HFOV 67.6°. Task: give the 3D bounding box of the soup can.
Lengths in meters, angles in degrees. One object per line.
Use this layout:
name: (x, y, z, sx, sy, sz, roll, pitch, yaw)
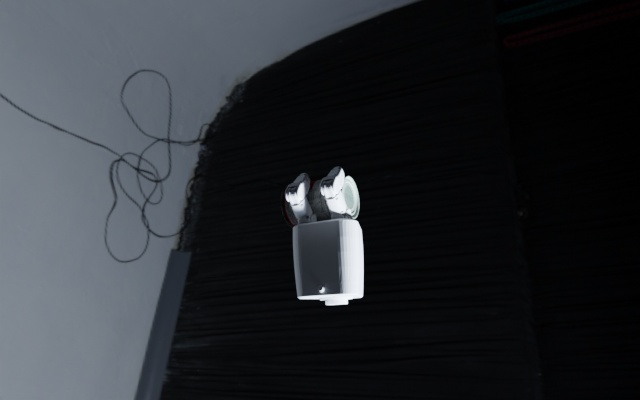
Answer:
soup can: (0.000, 0.002, 0.727, 0.102, 0.068, 0.068, -9, -4, 25)
